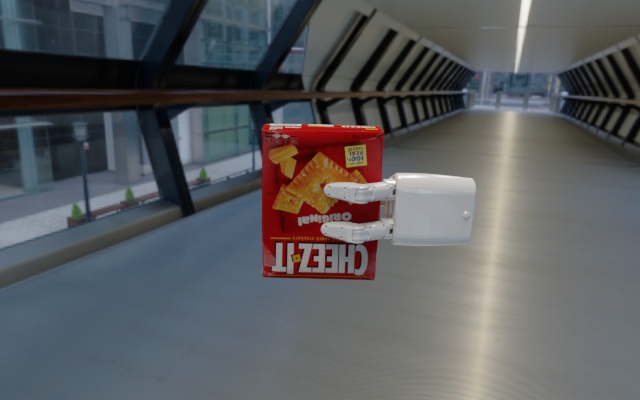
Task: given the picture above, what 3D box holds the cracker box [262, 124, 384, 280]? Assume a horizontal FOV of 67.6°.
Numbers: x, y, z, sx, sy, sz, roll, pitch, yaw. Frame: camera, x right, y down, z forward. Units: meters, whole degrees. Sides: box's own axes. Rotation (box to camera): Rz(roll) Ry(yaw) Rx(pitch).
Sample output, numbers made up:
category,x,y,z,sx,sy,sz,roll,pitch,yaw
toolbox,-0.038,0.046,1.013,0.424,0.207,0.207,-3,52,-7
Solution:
category,x,y,z,sx,sy,sz,roll,pitch,yaw
cracker box,0.000,0.002,0.674,0.164,0.214,0.072,2,15,0
